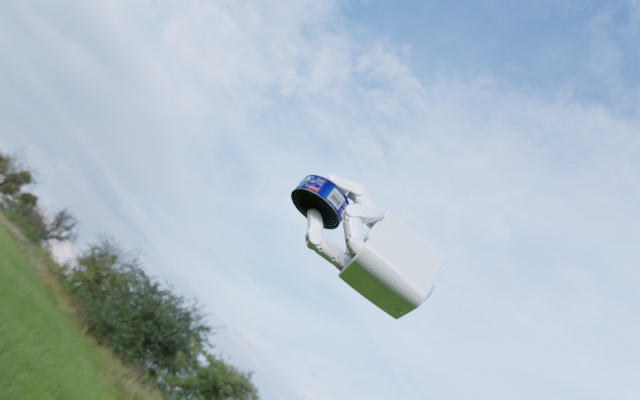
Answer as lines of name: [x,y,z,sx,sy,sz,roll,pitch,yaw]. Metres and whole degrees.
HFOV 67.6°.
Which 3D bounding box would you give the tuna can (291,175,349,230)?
tuna can: [0.000,0.002,0.711,0.086,0.033,0.086,28,-29,17]
